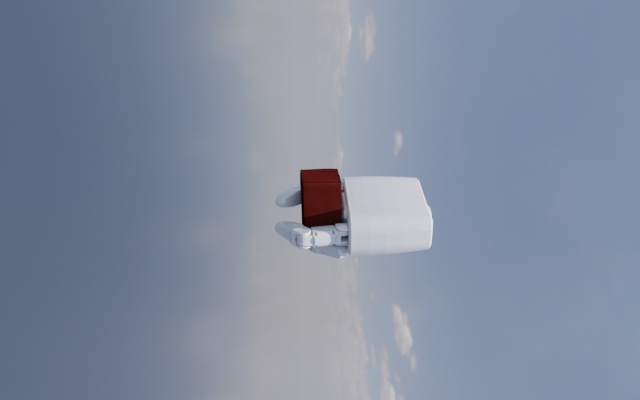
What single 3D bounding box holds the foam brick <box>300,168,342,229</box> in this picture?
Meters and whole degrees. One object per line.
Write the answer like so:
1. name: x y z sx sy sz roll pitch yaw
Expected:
1. foam brick: 0.000 0.002 0.622 0.051 0.078 0.053 -2 24 -2
